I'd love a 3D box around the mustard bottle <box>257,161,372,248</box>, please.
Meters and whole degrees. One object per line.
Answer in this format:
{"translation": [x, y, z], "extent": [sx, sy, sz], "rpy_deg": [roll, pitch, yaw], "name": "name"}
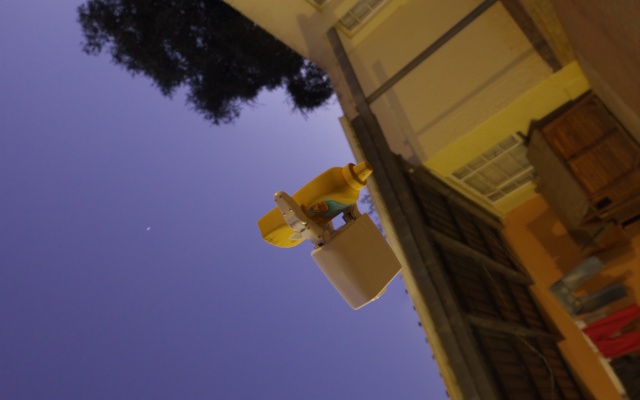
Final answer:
{"translation": [0.000, 0.002, 0.716], "extent": [0.192, 0.058, 0.096], "rpy_deg": [-36, -27, 28], "name": "mustard bottle"}
